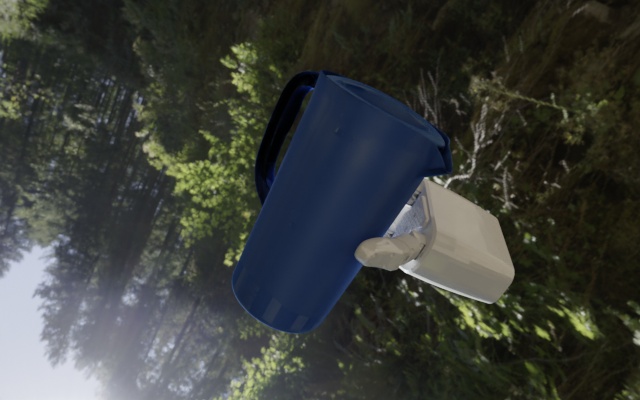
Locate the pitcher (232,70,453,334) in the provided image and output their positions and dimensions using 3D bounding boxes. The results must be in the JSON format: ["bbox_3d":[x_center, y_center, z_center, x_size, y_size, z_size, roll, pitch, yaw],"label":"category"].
[{"bbox_3d":[0.000,0.002,0.473,0.145,0.243,0.149,23,21,-18],"label":"pitcher"}]
